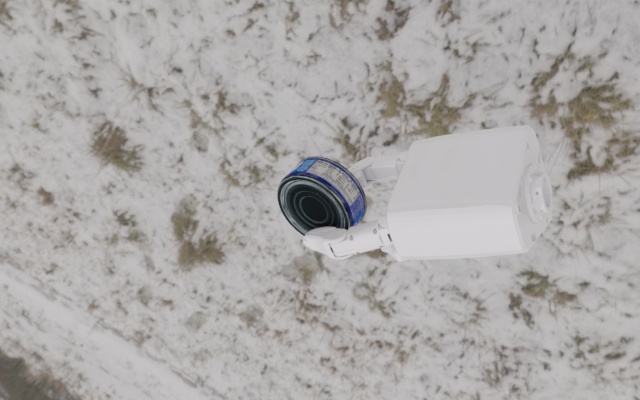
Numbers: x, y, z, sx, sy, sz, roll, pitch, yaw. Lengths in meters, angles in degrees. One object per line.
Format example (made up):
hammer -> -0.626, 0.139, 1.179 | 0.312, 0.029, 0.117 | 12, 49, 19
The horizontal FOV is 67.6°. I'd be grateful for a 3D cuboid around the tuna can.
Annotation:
tuna can -> 0.000, 0.002, 0.470 | 0.086, 0.086, 0.033 | 0, 35, 39
